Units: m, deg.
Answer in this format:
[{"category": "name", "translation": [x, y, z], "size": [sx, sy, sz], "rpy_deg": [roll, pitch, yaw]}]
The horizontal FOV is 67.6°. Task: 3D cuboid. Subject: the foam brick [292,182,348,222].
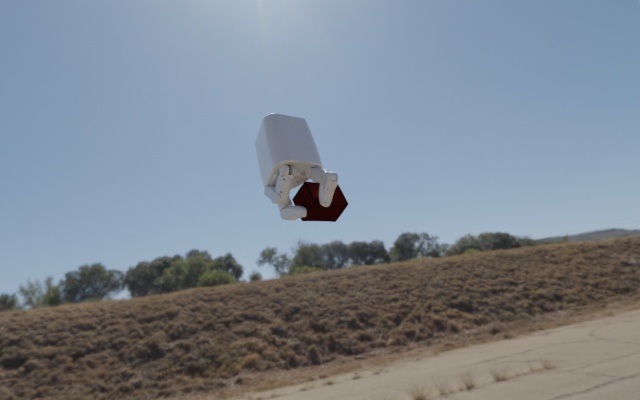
[{"category": "foam brick", "translation": [0.000, 0.003, 0.862], "size": [0.078, 0.051, 0.053], "rpy_deg": [4, -44, -38]}]
